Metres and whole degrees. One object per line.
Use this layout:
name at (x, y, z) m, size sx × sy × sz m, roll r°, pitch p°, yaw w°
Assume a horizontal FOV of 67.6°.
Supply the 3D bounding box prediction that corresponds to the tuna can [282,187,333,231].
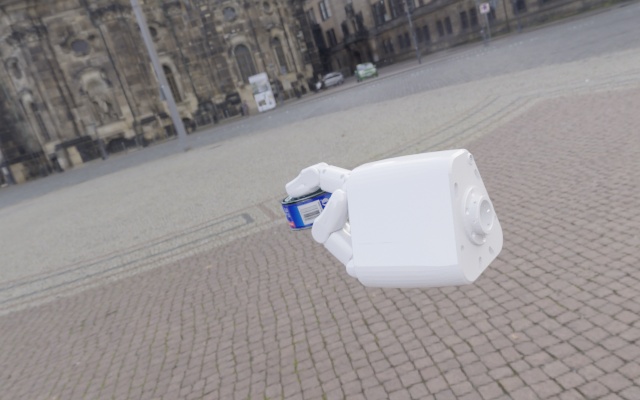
tuna can at (0.000, 0.001, 0.539) m, size 0.086 × 0.034 × 0.086 m, roll -20°, pitch 10°, yaw 4°
